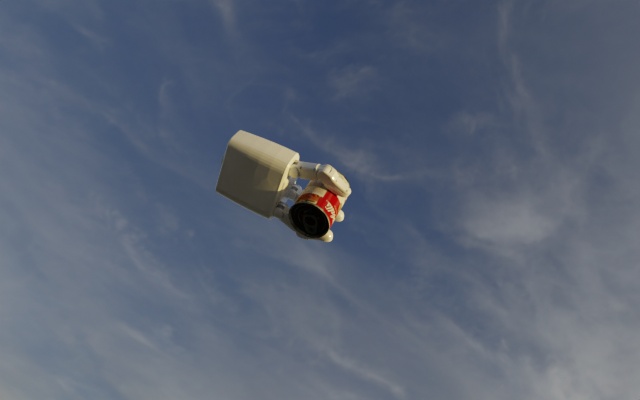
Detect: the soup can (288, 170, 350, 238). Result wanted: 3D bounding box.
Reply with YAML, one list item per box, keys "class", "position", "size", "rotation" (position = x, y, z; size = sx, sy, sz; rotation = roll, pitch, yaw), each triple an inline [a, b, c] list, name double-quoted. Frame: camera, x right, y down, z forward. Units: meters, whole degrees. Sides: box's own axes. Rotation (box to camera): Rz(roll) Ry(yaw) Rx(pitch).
- class: "soup can"
  position: [0.001, 0.002, 0.762]
  size: [0.068, 0.068, 0.102]
  rotation: [0, 34, 26]
